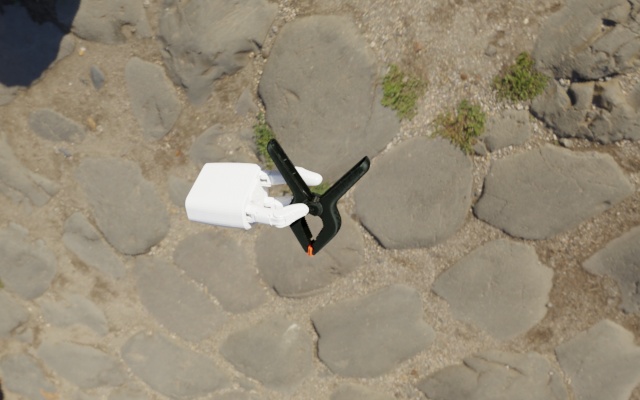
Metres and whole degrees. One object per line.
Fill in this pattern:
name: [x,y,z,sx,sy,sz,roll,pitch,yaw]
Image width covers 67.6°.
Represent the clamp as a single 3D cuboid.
clamp: [0.000,0.003,0.776,0.164,0.210,0.036,7,32,17]
